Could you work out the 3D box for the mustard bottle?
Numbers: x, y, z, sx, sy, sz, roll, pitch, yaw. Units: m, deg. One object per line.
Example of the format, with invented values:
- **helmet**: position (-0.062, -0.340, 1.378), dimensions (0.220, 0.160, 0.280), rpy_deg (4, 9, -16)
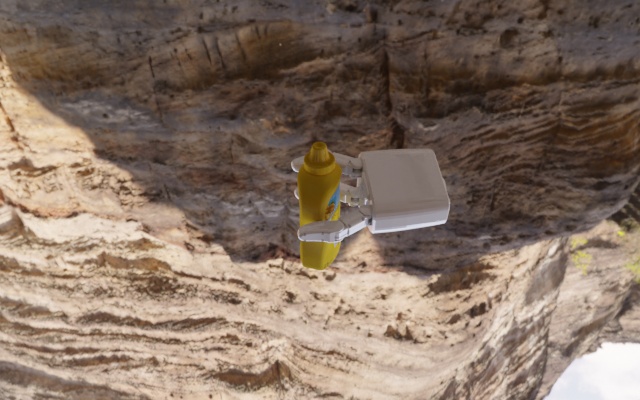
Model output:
- **mustard bottle**: position (0.000, 0.002, 0.664), dimensions (0.058, 0.192, 0.096), rpy_deg (11, 43, 13)
